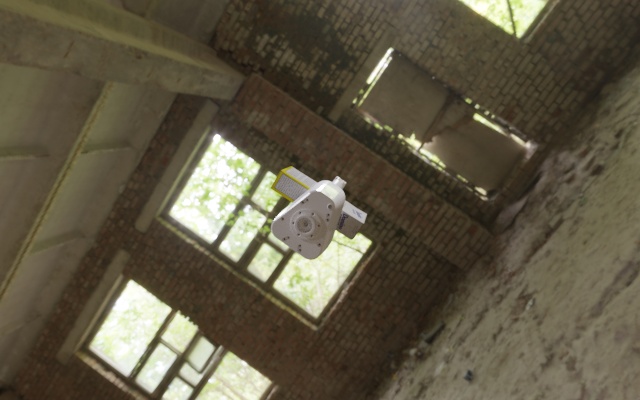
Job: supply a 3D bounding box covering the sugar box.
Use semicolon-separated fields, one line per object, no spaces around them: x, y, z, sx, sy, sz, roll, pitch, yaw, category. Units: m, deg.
0.000;0.003;0.887;0.176;0.048;0.093;35;13;3;sugar box
